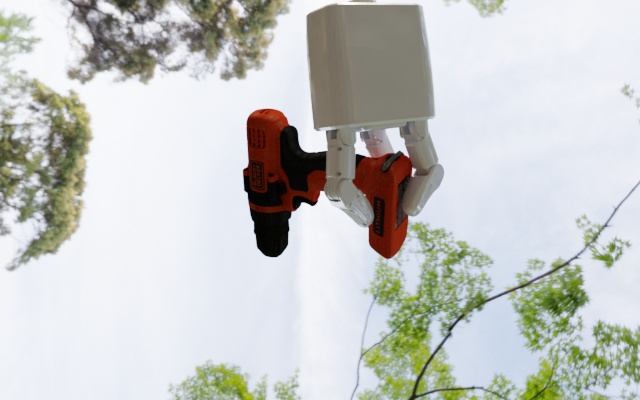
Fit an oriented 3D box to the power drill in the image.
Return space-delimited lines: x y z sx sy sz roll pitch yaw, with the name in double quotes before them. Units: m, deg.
"power drill" 0.001 0.002 0.520 0.187 0.184 0.057 14 32 24
